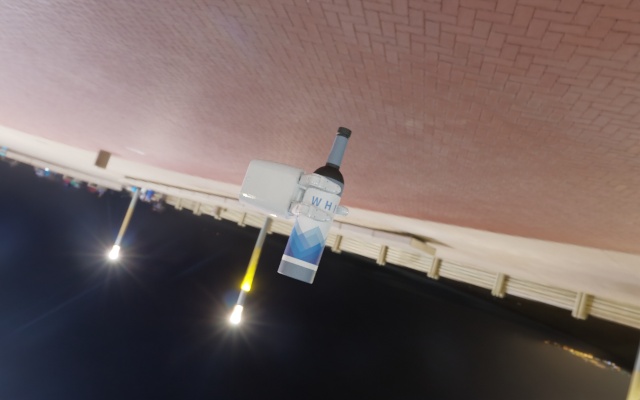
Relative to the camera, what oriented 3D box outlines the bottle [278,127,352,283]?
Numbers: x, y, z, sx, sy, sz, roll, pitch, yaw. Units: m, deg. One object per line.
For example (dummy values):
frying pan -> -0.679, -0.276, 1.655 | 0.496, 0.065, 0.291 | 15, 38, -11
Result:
bottle -> 0.000, 0.003, 0.891 | 0.069, 0.295, 0.069 | 18, -8, 3
